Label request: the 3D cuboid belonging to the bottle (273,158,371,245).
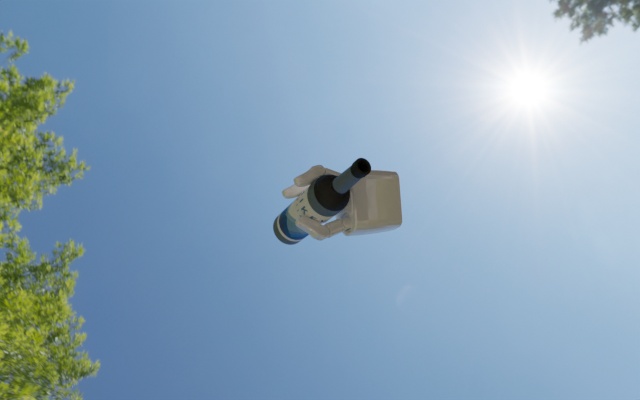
[{"bbox_3d":[0.000,0.003,0.816,0.069,0.069,0.296,0,-21,-27],"label":"bottle"}]
